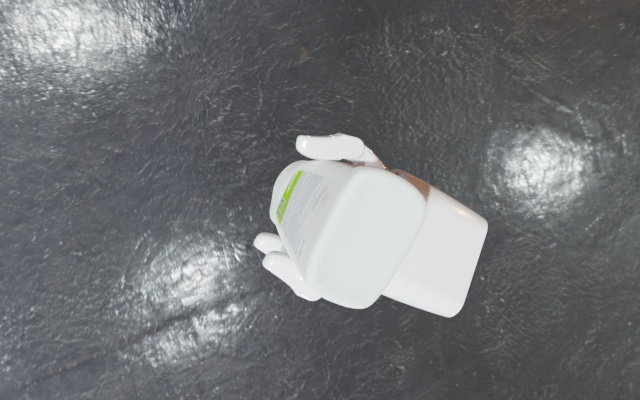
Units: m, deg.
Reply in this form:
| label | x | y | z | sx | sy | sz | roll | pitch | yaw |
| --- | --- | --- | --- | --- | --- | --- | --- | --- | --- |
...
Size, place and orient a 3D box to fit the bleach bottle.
| label | x | y | z | sx | sy | sz | roll | pitch | yaw |
| --- | --- | --- | --- | --- | --- | --- | --- | --- | --- |
| bleach bottle | 0.000 | 0.002 | 0.440 | 0.068 | 0.102 | 0.250 | 26 | 6 | -19 |
